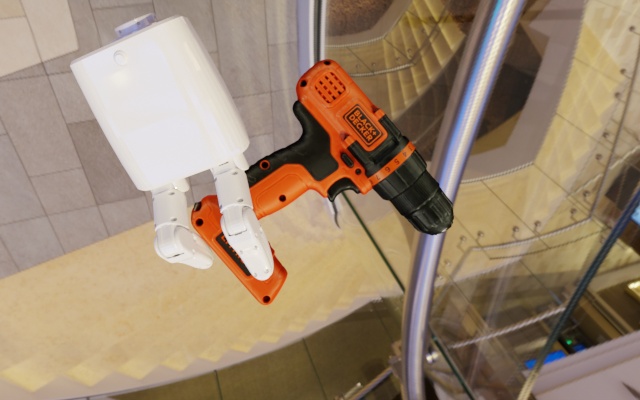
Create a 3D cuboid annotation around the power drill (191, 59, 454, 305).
[{"bbox_3d":[0.000,0.001,0.415,0.187,0.184,0.057,-41,3,-3],"label":"power drill"}]
